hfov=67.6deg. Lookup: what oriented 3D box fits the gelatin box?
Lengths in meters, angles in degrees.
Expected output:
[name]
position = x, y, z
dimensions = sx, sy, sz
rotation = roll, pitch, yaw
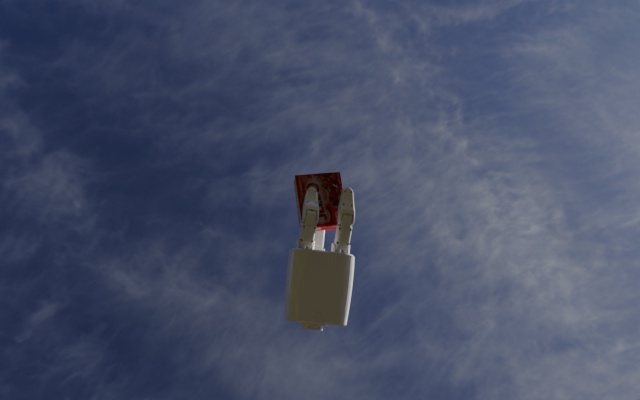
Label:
[gelatin box]
position = 0.000, 0.002, 0.745
dimensions = 0.073, 0.089, 0.030
rotation = -5, -17, -11
